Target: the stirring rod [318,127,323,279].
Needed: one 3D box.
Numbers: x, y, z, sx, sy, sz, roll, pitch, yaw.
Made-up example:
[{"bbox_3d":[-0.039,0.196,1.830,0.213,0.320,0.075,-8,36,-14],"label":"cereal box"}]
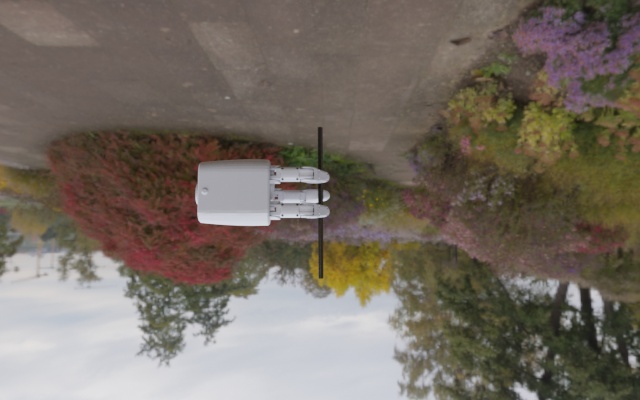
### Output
[{"bbox_3d":[0.000,0.002,0.759,0.011,0.239,0.011,0,-5,0],"label":"stirring rod"}]
